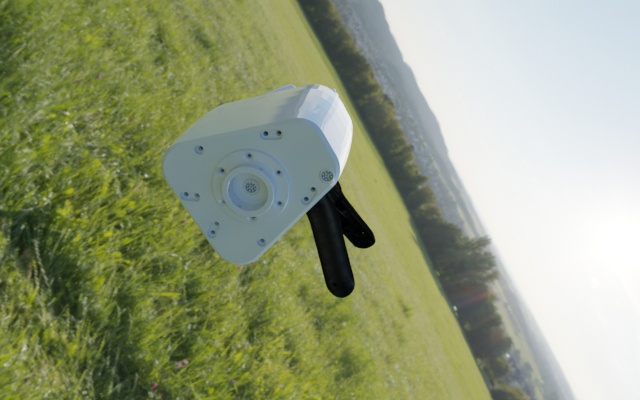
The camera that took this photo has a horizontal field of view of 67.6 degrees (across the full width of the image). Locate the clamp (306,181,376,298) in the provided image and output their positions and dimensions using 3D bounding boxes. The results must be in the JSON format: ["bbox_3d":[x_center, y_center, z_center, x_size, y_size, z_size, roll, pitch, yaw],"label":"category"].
[{"bbox_3d":[0.001,0.001,0.437,0.039,0.171,0.120,-27,18,18],"label":"clamp"}]
